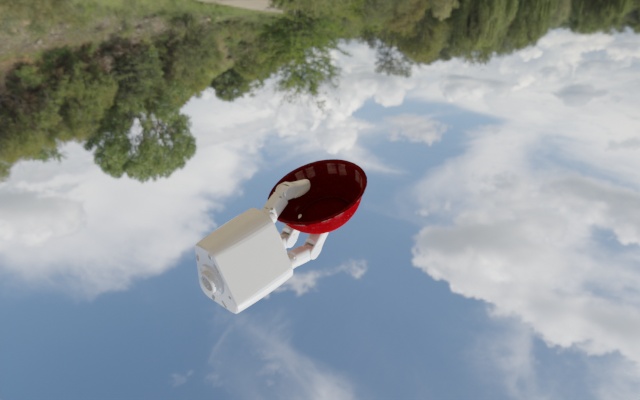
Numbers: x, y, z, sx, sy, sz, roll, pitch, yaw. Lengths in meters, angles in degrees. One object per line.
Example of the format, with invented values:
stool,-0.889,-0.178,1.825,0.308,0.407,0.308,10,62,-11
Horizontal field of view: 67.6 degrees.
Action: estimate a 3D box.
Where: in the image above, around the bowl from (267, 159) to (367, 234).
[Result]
bowl,0.001,0.002,0.759,0.162,0.055,0.162,-13,37,10
